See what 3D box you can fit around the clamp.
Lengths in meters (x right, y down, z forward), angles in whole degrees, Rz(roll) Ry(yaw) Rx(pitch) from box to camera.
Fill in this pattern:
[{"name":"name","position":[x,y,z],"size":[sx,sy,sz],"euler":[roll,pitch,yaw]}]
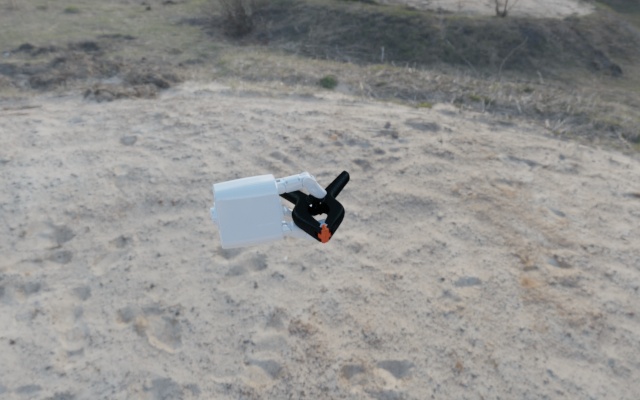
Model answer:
[{"name":"clamp","position":[0.000,0.003,0.878],"size":[0.164,0.036,0.209],"euler":[-11,34,-12]}]
